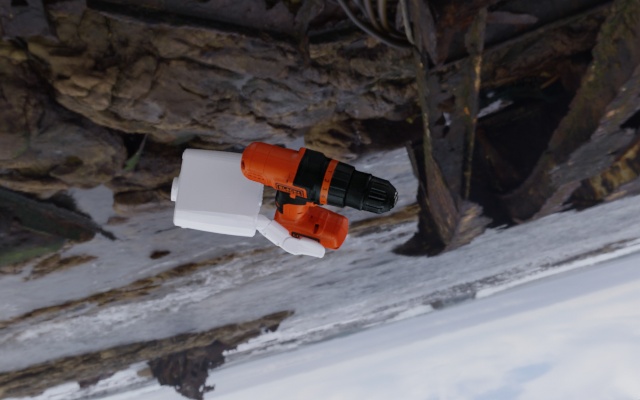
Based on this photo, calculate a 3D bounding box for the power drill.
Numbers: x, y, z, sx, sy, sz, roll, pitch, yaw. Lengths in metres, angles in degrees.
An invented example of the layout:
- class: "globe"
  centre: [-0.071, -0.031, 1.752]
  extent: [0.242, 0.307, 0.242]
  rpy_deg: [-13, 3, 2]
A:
- class: "power drill"
  centre: [0.000, 0.002, 0.606]
  extent: [0.184, 0.057, 0.188]
  rpy_deg: [18, -24, 10]
